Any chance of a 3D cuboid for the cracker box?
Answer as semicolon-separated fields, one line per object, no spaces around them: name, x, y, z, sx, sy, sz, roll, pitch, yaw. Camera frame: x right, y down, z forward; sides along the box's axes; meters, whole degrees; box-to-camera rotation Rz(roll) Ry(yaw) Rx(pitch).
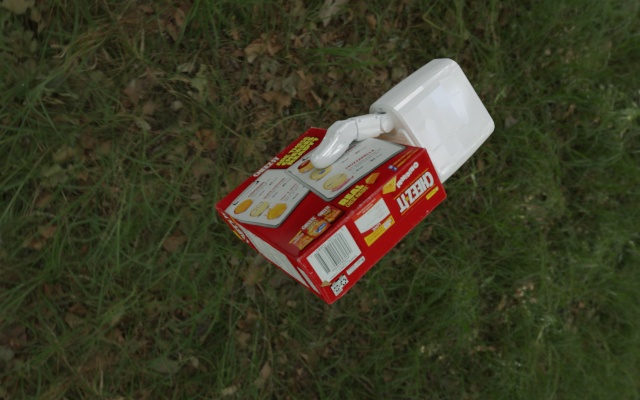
cracker box;0.000;0.002;0.521;0.164;0.072;0.213;-41;29;-17
